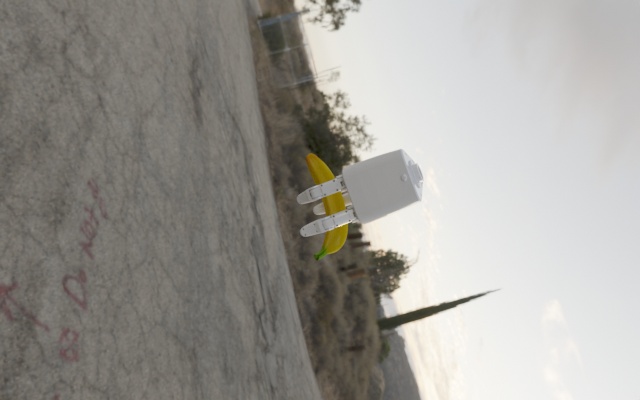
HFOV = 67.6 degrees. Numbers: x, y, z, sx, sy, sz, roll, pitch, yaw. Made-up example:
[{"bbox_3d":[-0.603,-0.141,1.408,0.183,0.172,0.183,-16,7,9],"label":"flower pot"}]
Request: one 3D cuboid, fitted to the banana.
[{"bbox_3d":[0.014,0.009,0.847,0.069,0.197,0.037,12,-28,-40],"label":"banana"}]
